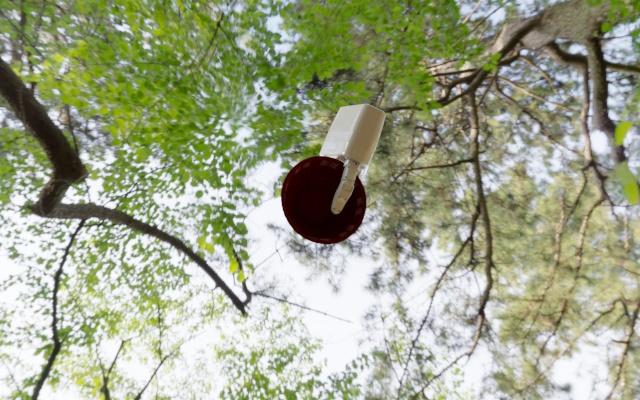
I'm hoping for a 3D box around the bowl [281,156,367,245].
[{"bbox_3d":[-0.001,0.004,0.873,0.162,0.162,0.055,0,-11,-19],"label":"bowl"}]
